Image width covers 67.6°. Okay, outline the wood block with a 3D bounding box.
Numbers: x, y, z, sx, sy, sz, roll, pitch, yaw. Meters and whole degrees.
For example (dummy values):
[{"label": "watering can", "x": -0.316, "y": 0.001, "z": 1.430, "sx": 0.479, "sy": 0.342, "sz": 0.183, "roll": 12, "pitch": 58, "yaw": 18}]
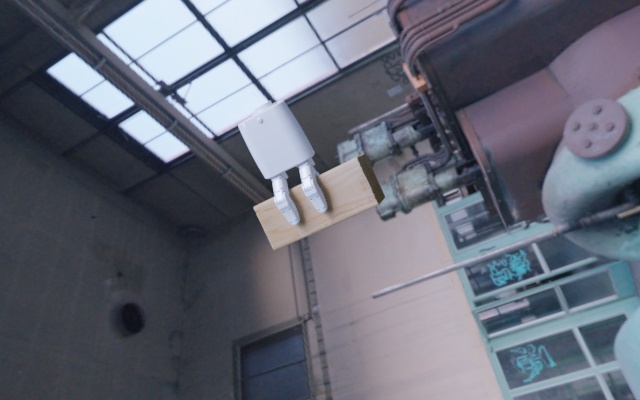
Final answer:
[{"label": "wood block", "x": 0.000, "y": 0.002, "z": 0.854, "sx": 0.206, "sy": 0.090, "sz": 0.091, "roll": -24, "pitch": 3, "yaw": 18}]
